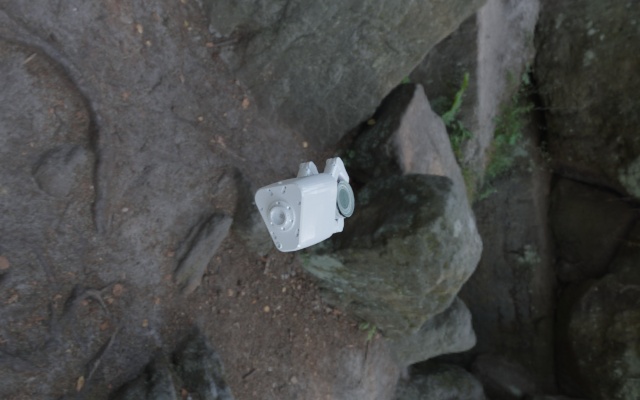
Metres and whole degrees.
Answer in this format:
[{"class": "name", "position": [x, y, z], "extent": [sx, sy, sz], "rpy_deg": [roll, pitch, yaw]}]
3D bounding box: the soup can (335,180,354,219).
[{"class": "soup can", "position": [0.001, 0.003, 0.850], "extent": [0.102, 0.068, 0.068], "rpy_deg": [-9, -4, 30]}]
